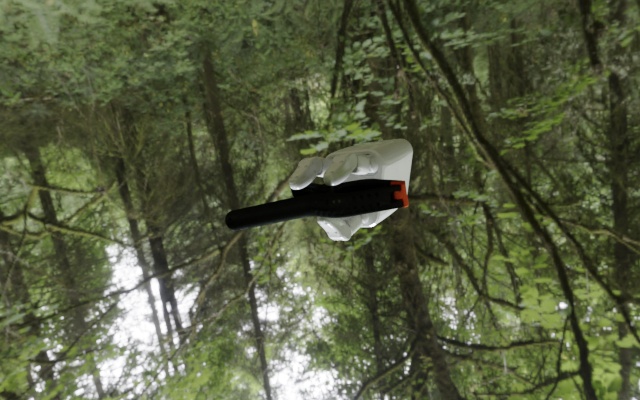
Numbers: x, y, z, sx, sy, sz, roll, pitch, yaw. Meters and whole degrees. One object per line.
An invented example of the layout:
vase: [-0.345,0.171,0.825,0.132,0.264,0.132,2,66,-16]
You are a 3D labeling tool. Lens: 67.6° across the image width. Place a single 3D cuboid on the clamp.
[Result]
clamp: [0.001,0.003,0.579,0.210,0.036,0.164,-2,16,36]
